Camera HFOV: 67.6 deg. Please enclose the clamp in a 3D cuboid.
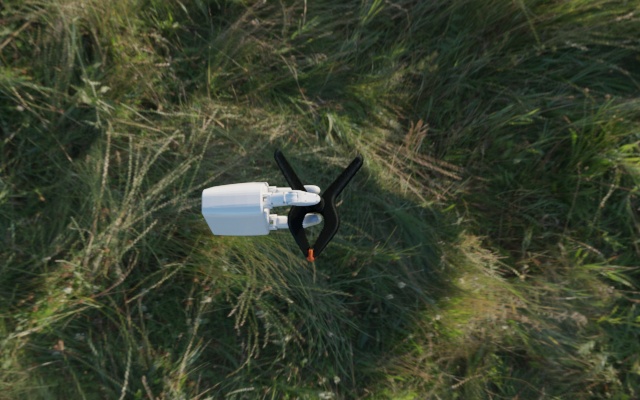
[{"bbox_3d":[0.000,0.003,0.861,0.164,0.210,0.036,-3,-12,2],"label":"clamp"}]
